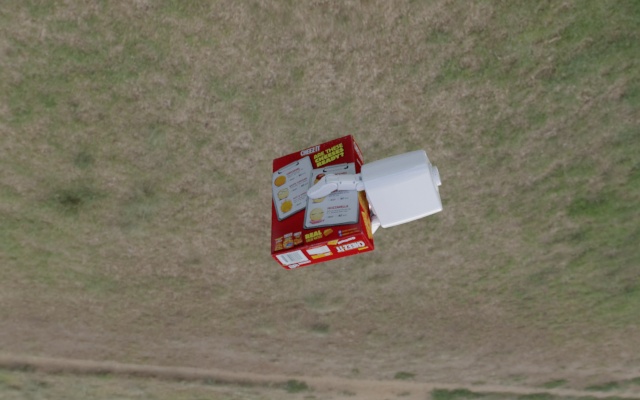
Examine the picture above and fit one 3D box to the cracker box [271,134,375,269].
[{"bbox_3d":[0.000,0.003,0.847,0.164,0.213,0.072,-16,-38,17],"label":"cracker box"}]
